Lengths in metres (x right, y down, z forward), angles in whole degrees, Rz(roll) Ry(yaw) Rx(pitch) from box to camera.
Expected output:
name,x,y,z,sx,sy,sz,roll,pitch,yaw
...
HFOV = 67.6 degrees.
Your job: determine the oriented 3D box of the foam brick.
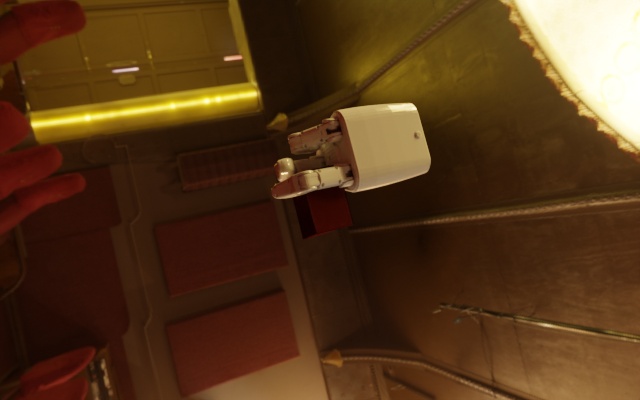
name,x,y,z,sx,sy,sz,roll,pitch,yaw
foam brick,0.000,0.002,0.579,0.051,0.078,0.053,-12,-5,-22
